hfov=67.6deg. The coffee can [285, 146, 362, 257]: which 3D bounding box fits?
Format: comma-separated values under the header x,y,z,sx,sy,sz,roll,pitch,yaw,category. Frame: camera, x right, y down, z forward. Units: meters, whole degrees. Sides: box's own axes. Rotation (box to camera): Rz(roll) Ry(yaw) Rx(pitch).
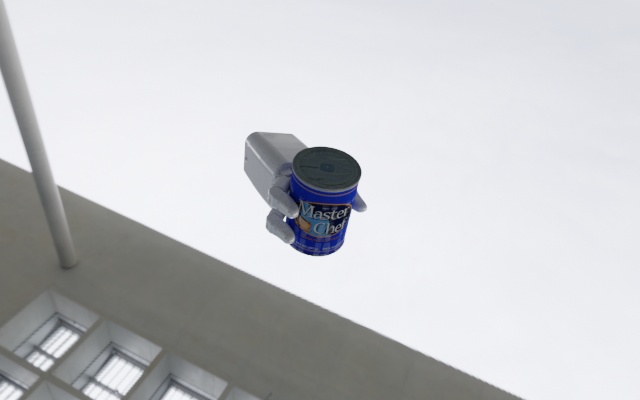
x,y,z,sx,sy,sz,roll,pitch,yaw,category
0.000,0.002,0.738,0.103,0.140,0.102,6,41,-5,coffee can
